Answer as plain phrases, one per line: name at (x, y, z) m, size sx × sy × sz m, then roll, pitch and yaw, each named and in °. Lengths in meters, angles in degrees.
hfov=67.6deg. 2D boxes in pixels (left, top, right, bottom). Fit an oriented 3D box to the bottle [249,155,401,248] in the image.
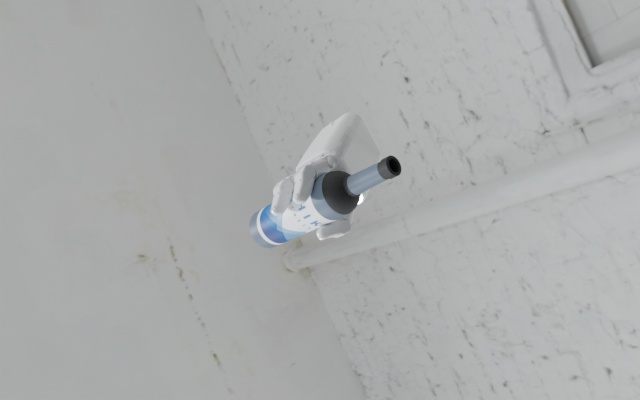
bottle at (0.000, 0.002, 0.698) m, size 0.069 × 0.069 × 0.296 m, roll 0°, pitch -18°, yaw -41°
